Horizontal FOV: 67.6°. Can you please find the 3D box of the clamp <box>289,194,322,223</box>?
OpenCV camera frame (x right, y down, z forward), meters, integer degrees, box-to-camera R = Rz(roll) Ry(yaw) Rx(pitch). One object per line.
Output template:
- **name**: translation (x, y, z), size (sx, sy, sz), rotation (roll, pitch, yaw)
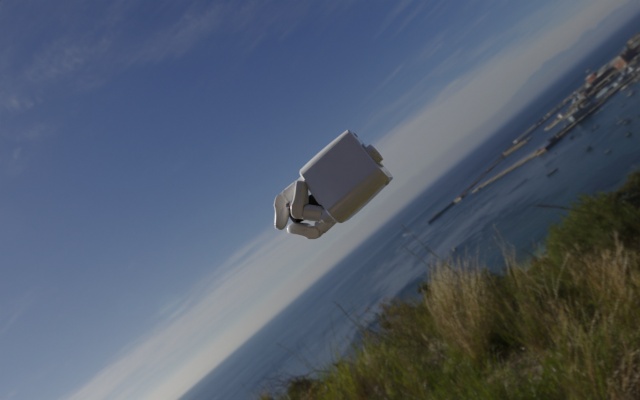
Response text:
- **clamp**: translation (0.000, 0.002, 0.854), size (0.120, 0.039, 0.171), rotation (-41, -7, 13)
